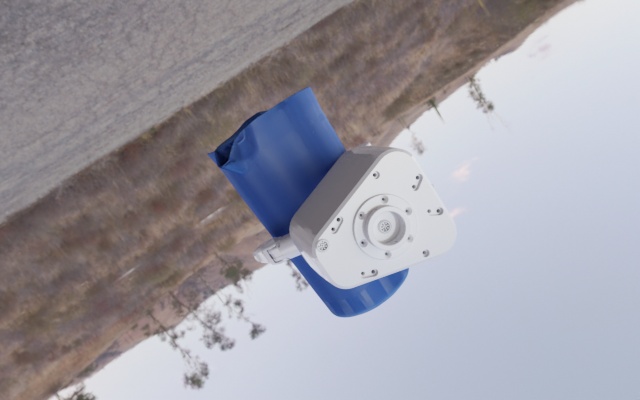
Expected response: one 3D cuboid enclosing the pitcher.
[{"bbox_3d":[0.000,0.002,0.546,0.149,0.243,0.145,-35,10,-9],"label":"pitcher"}]
